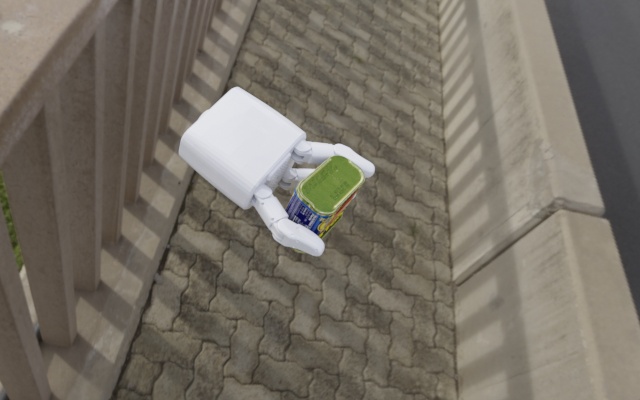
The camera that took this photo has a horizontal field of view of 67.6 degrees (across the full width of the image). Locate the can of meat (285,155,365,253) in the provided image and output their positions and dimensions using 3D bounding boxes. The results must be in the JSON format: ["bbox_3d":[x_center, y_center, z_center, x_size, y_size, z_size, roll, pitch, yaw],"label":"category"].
[{"bbox_3d":[0.000,0.002,0.576,0.102,0.057,0.084,-44,-10,-40],"label":"can of meat"}]
